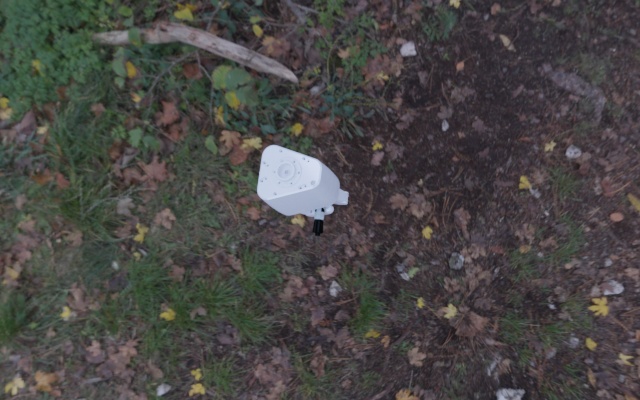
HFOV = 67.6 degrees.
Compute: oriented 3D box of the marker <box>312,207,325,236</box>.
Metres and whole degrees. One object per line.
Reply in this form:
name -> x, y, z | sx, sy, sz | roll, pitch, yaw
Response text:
marker -> 0.000, 0.003, 0.843 | 0.020, 0.121, 0.020 | 5, -12, 1
